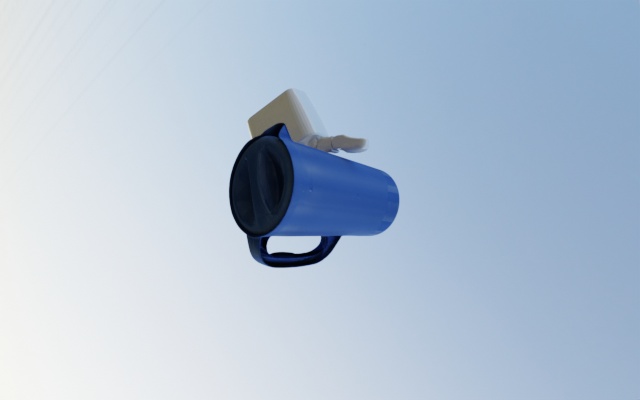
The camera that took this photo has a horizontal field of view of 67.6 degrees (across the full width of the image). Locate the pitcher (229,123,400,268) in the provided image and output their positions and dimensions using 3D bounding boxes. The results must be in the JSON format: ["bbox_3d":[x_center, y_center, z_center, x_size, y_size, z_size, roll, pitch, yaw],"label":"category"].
[{"bbox_3d":[0.000,0.002,0.683,0.243,0.145,0.149,9,-44,-44],"label":"pitcher"}]
